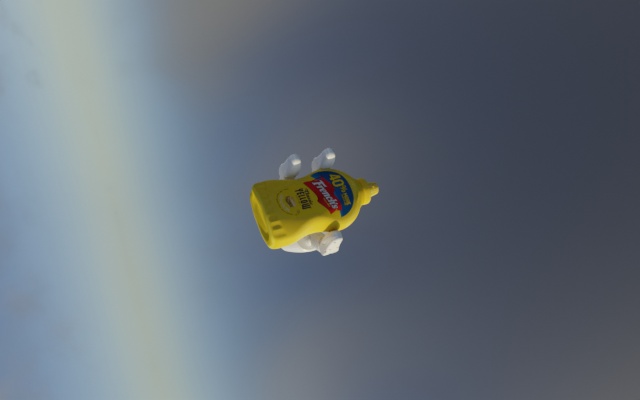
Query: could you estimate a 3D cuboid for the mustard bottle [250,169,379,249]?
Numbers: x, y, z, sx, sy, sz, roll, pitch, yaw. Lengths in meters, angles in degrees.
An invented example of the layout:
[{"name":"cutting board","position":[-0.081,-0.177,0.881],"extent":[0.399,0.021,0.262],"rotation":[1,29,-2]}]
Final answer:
[{"name":"mustard bottle","position":[0.000,0.002,0.703],"extent":[0.191,0.096,0.058],"rotation":[-14,-26,-23]}]
